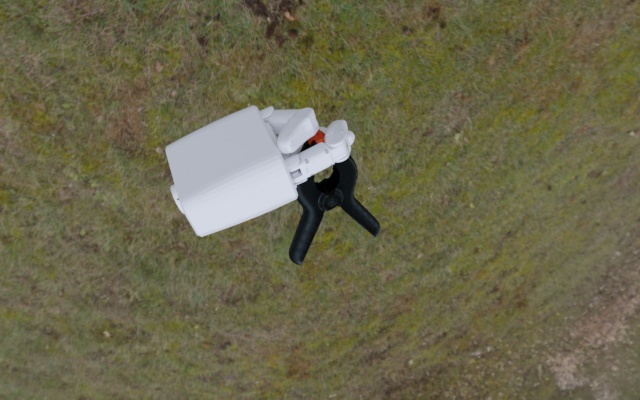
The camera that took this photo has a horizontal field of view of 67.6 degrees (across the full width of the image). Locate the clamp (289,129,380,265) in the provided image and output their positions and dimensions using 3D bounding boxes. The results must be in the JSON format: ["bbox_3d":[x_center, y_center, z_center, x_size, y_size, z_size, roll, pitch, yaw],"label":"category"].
[{"bbox_3d":[0.000,0.002,0.558,0.120,0.172,0.039,-29,36,-11],"label":"clamp"}]
